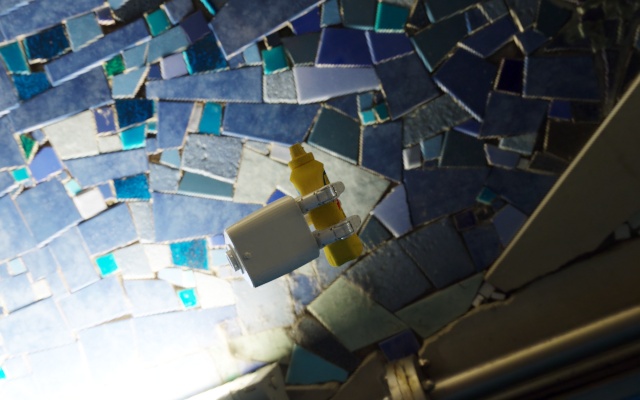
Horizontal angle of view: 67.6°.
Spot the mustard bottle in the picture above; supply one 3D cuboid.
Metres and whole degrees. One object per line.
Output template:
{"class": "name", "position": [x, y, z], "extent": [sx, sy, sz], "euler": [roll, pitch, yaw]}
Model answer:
{"class": "mustard bottle", "position": [0.001, 0.002, 0.730], "extent": [0.058, 0.191, 0.096], "euler": [-26, 3, 6]}
